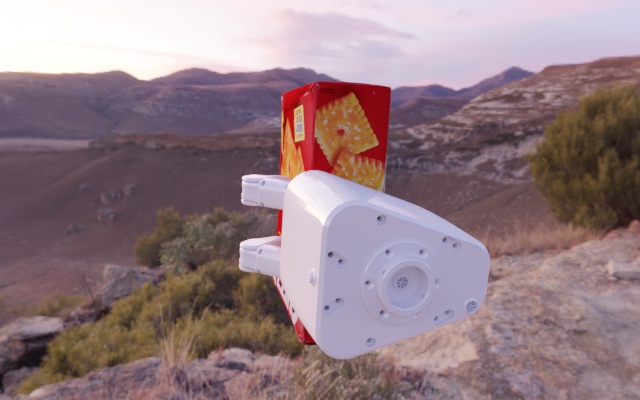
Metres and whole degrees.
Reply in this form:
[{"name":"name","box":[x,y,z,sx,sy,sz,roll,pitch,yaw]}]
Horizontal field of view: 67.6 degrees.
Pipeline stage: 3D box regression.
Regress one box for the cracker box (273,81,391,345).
[{"name":"cracker box","box":[0.000,0.001,0.454,0.072,0.214,0.164,2,10,-14]}]
